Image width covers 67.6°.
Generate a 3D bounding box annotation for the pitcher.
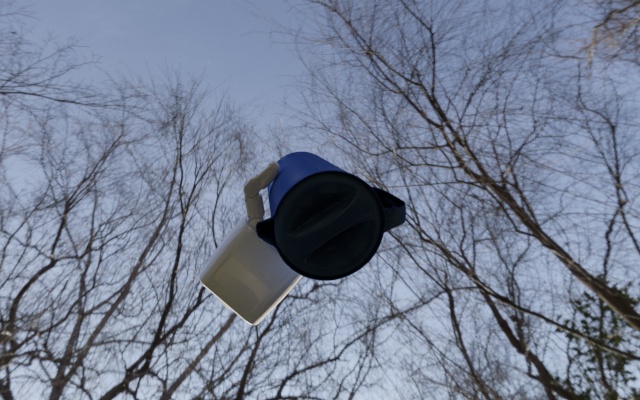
[{"bbox_3d":[0.000,0.002,0.658,0.149,0.145,0.242,38,5,-18],"label":"pitcher"}]
